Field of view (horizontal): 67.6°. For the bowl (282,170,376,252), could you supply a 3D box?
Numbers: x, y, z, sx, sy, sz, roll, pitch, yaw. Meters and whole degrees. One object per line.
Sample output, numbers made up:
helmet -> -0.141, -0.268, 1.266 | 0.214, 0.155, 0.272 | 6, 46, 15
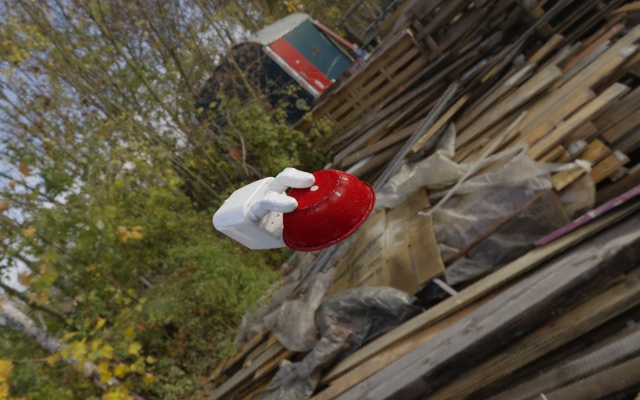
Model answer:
bowl -> 0.001, 0.002, 0.731 | 0.162, 0.055, 0.162 | -22, 31, 14
